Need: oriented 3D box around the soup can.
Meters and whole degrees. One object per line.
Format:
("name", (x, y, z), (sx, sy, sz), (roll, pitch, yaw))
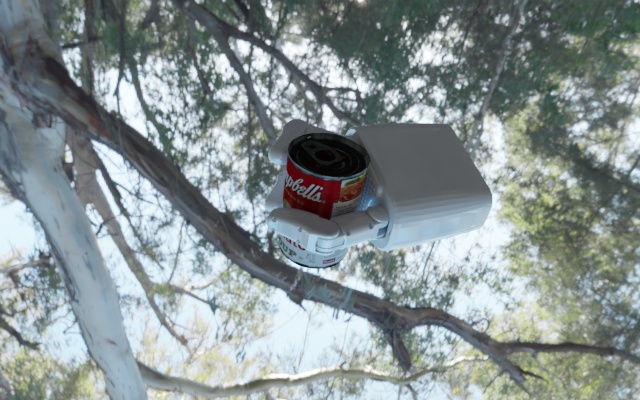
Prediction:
("soup can", (0.000, 0.002, 0.419), (0.068, 0.102, 0.068), (6, 37, -5))
